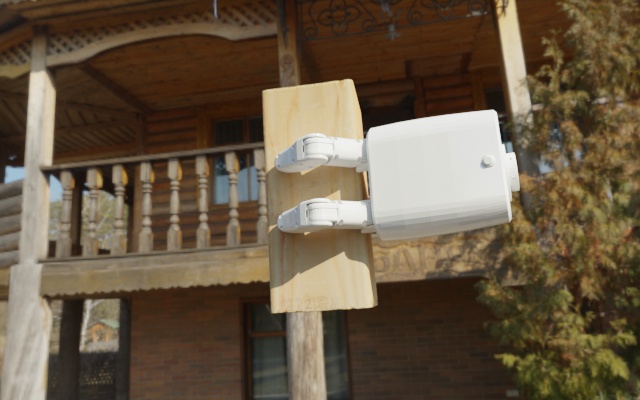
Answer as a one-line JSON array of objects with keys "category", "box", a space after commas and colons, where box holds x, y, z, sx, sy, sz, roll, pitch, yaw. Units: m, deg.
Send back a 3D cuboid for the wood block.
[{"category": "wood block", "box": [0.001, 0.001, 0.466, 0.090, 0.206, 0.091, -5, -12, 9]}]
